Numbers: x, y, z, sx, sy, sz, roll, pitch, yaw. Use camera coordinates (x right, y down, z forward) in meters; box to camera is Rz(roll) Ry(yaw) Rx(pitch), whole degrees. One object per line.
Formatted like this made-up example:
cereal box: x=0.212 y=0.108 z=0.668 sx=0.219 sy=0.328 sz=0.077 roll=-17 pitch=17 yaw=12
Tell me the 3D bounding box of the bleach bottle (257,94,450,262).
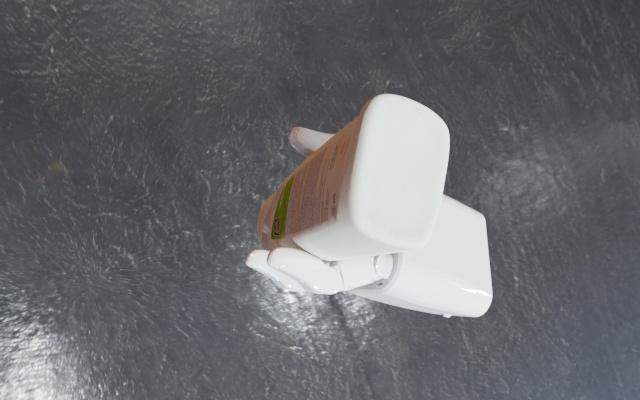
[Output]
bleach bottle: x=0.000 y=0.001 z=0.408 sx=0.068 sy=0.102 sz=0.251 roll=19 pitch=-16 yaw=-21
